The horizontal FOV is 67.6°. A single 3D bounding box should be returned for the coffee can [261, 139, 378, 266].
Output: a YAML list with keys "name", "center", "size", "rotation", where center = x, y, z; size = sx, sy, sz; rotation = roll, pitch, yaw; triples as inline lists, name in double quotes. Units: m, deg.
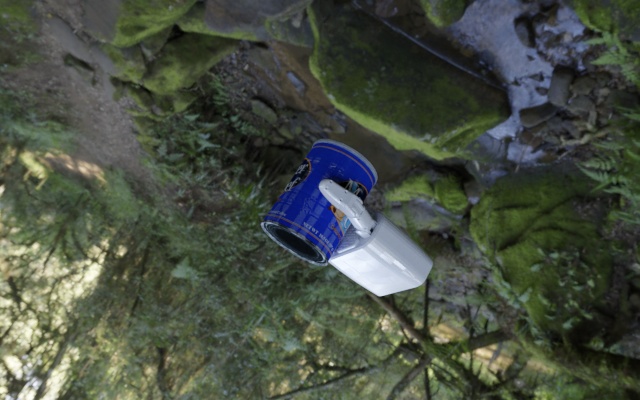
- name: "coffee can"
  center: [0.000, 0.002, 0.648]
  size: [0.103, 0.140, 0.103]
  rotation: [28, -20, 11]
